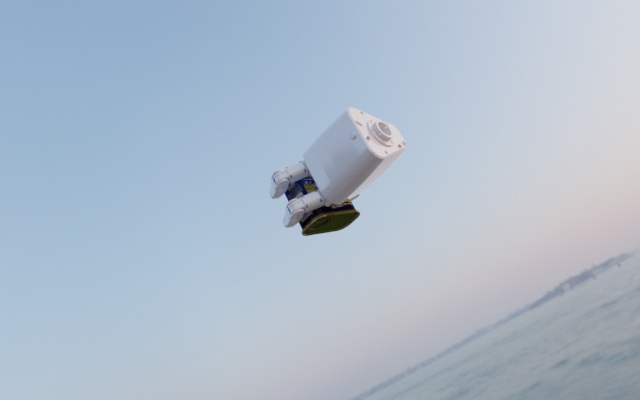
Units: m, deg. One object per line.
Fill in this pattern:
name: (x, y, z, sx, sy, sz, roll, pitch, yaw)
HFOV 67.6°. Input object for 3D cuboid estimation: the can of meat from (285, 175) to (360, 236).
can of meat: (0.000, 0.002, 0.752, 0.102, 0.084, 0.057, -6, -30, -43)
